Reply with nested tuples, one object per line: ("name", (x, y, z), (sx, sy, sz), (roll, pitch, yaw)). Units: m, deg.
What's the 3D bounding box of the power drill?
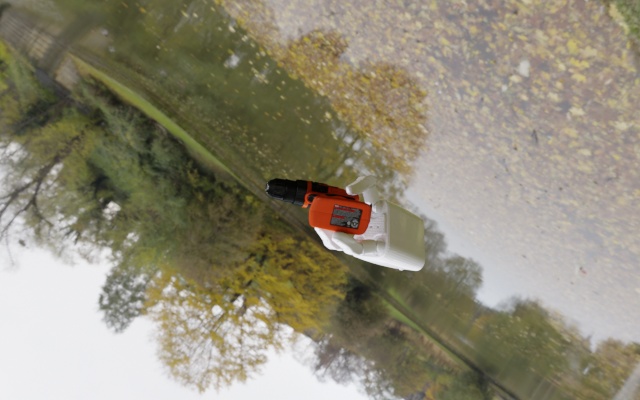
("power drill", (0.000, 0.003, 0.851), (0.184, 0.057, 0.187), (8, 11, -14))
